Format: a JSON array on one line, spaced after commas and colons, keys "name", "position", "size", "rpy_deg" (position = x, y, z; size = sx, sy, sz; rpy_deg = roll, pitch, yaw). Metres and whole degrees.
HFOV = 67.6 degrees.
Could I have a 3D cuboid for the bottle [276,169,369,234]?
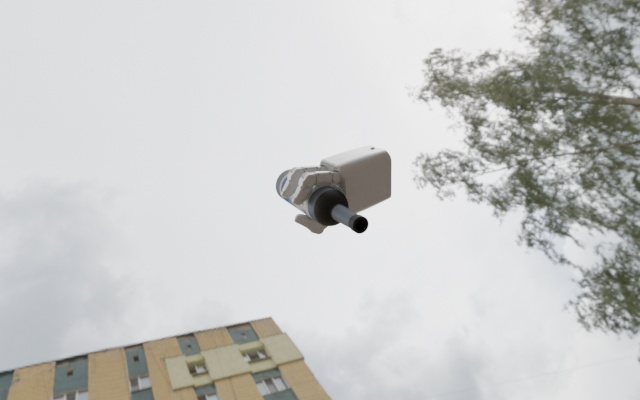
[{"name": "bottle", "position": [0.000, 0.003, 0.854], "size": [0.069, 0.069, 0.295], "rpy_deg": [0, 14, -26]}]
